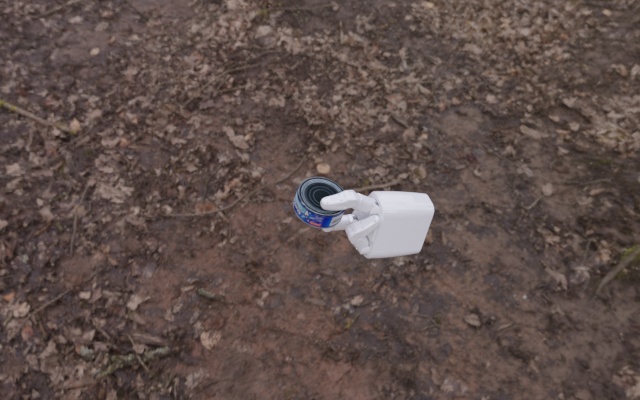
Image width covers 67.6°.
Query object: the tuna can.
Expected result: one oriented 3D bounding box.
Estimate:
[{"bbox_3d":[0.000,0.002,0.781,0.086,0.086,0.034,0,-40,-20],"label":"tuna can"}]
